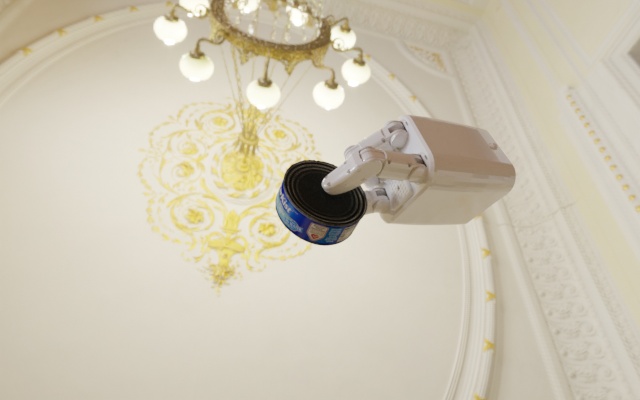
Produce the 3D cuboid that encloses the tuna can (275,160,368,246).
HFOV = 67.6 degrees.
[{"bbox_3d":[0.000,0.002,0.465,0.086,0.086,0.034,0,-42,-28],"label":"tuna can"}]
